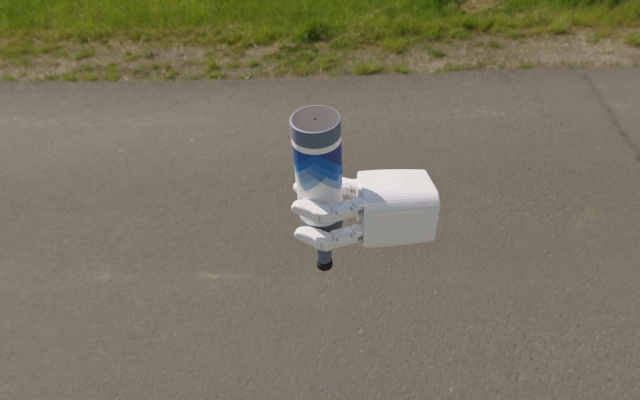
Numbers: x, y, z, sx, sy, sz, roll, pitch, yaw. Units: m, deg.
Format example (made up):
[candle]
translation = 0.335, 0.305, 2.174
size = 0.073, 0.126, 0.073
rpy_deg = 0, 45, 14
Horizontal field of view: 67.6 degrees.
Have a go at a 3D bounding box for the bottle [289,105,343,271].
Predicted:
[bottle]
translation = 0.000, 0.002, 0.714
size = 0.069, 0.296, 0.069
rpy_deg = -2, 43, 2
